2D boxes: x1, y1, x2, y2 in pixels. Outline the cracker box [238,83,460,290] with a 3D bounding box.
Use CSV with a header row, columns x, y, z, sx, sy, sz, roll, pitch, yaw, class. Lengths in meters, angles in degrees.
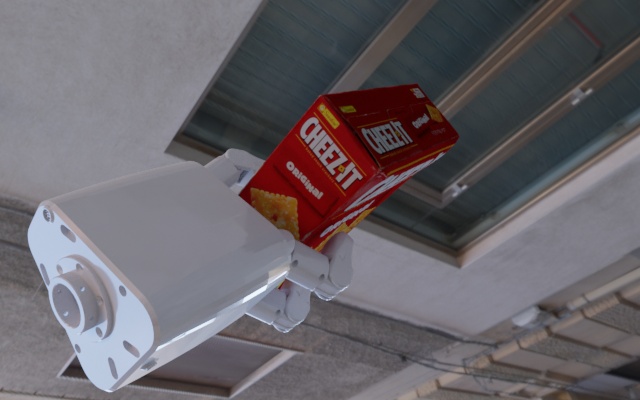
x,y,z,sx,sy,sz,roll,pitch,yaw,class
0.000,0.001,0.413,0.214,0.072,0.164,-44,-11,34,cracker box
